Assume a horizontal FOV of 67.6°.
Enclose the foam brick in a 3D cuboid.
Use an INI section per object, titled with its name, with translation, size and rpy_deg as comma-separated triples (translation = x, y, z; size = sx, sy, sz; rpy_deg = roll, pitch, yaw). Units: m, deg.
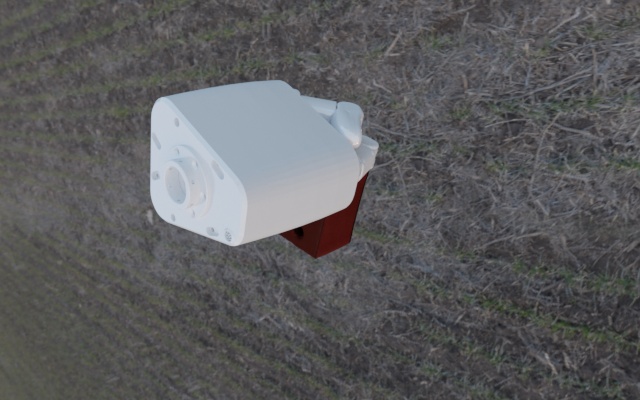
[foam brick]
translation = 0.000, 0.002, 0.420
size = 0.053, 0.078, 0.051
rpy_deg = 30, 33, 30
